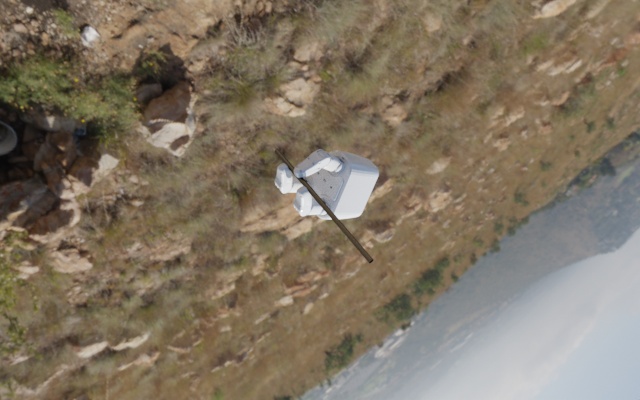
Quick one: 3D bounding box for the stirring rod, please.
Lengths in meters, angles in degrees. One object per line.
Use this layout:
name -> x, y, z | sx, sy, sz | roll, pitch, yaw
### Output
stirring rod -> 0.000, 0.002, 0.713 | 0.011, 0.011, 0.239 | 0, 43, -53
